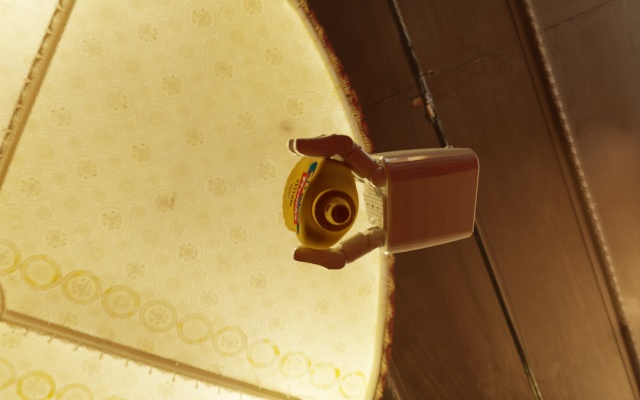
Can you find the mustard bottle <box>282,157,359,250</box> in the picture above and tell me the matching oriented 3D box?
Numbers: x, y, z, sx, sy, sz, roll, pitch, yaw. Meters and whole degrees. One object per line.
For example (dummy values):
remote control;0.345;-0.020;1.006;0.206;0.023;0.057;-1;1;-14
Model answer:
mustard bottle;0.000;0.002;0.515;0.058;0.096;0.191;16;3;-13
